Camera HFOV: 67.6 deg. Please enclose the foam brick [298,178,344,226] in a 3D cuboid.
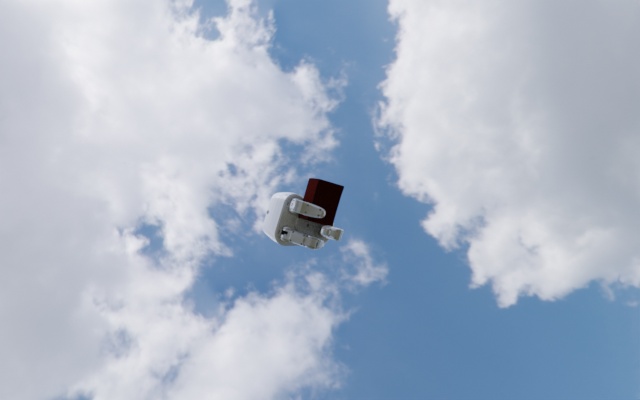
[{"bbox_3d":[0.000,0.003,0.861,0.053,0.078,0.051,18,-2,-21],"label":"foam brick"}]
